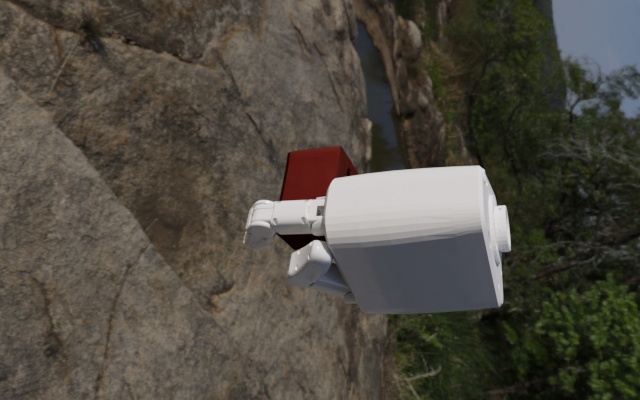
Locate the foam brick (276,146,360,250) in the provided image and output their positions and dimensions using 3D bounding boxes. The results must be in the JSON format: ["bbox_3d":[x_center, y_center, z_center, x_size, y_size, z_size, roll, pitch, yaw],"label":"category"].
[{"bbox_3d":[0.000,0.001,0.403,0.051,0.078,0.053,-7,-32,25],"label":"foam brick"}]
